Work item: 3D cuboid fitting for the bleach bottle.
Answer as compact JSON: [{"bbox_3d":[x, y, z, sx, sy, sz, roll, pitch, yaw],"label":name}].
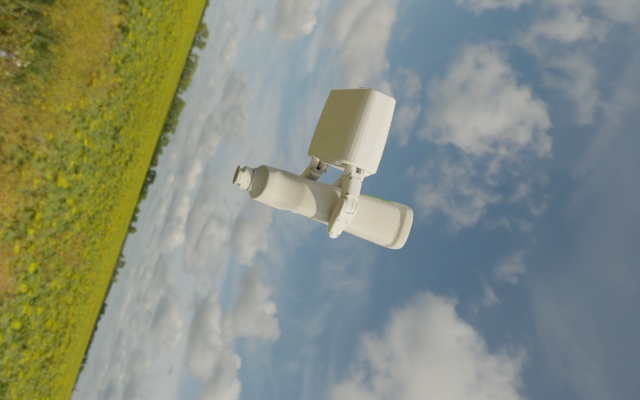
[{"bbox_3d":[0.000,0.002,0.683,0.251,0.068,0.102,18,-2,-20],"label":"bleach bottle"}]
